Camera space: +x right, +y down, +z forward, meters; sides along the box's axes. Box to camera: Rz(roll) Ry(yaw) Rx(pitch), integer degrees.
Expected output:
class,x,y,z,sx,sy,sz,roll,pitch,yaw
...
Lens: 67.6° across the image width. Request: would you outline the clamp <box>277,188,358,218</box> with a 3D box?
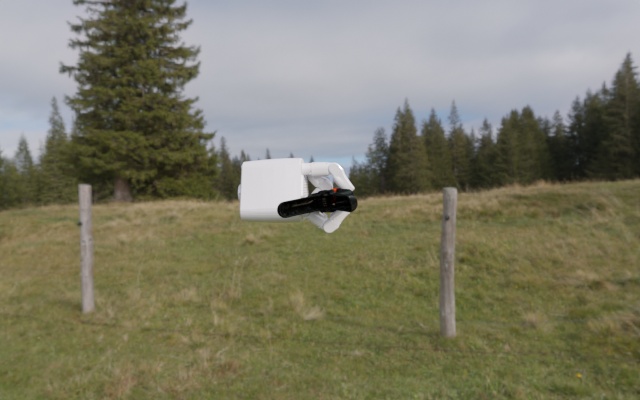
class,x,y,z,sx,sy,sz,roll,pitch,yaw
clamp,0.000,0.002,0.764,0.120,0.039,0.171,-1,3,5
